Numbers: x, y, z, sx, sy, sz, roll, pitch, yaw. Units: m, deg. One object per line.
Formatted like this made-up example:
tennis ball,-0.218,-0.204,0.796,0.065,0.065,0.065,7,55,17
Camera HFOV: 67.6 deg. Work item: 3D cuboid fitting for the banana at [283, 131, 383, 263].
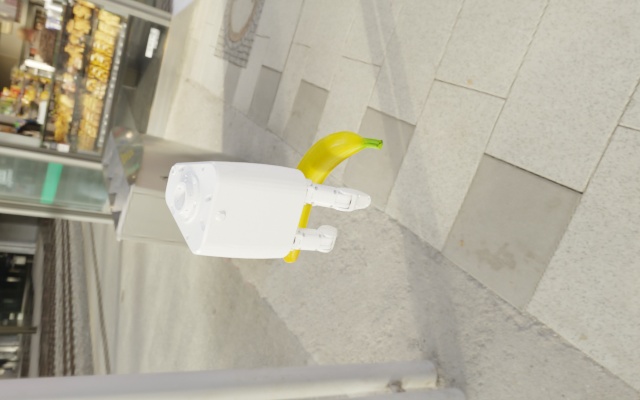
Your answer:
banana,-0.009,-0.013,0.576,0.037,0.198,0.069,0,42,-52
